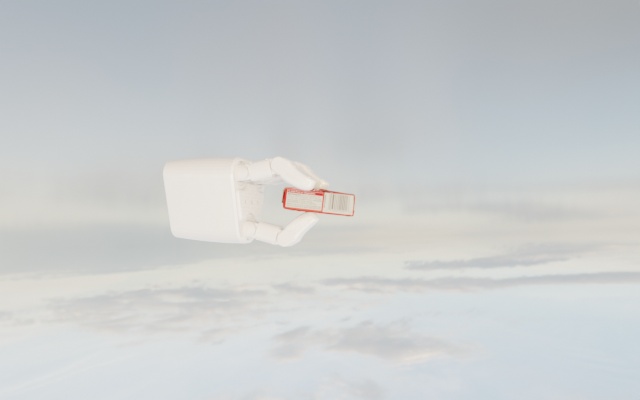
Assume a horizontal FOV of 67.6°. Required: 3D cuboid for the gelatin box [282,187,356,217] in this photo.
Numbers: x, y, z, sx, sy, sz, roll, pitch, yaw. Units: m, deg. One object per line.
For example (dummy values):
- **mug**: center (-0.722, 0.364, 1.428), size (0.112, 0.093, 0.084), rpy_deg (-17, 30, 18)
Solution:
- **gelatin box**: center (0.000, 0.003, 0.613), size (0.089, 0.030, 0.073), rpy_deg (6, -2, 5)
